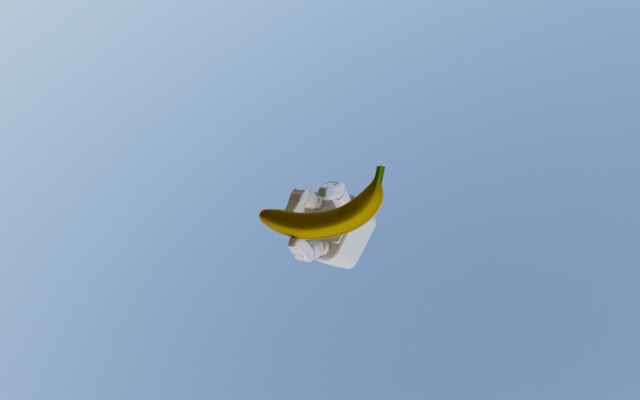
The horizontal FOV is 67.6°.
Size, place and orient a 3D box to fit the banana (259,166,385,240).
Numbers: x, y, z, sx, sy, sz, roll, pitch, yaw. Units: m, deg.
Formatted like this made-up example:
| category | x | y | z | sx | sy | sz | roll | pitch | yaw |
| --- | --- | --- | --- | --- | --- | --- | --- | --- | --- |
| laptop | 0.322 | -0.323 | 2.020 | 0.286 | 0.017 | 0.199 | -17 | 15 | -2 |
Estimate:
| category | x | y | z | sx | sy | sz | roll | pitch | yaw |
| --- | --- | --- | --- | --- | --- | --- | --- | --- | --- |
| banana | 0.007 | 0.018 | 0.651 | 0.198 | 0.069 | 0.037 | -20 | -18 | 20 |
